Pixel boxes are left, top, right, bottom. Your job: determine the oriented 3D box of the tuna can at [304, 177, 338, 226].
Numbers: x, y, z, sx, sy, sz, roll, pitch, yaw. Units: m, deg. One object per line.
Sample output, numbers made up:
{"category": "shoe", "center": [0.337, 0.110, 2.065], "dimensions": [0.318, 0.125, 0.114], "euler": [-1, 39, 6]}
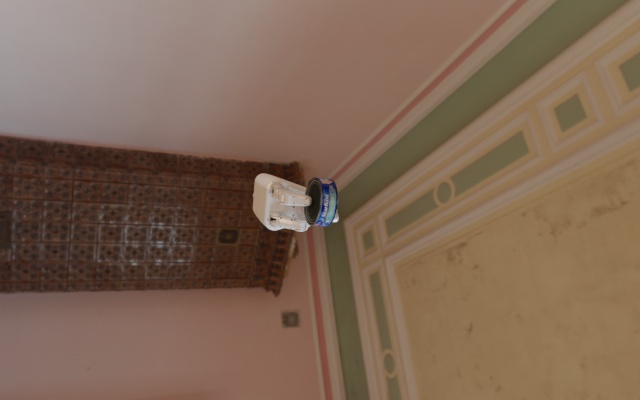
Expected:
{"category": "tuna can", "center": [0.001, 0.003, 0.845], "dimensions": [0.034, 0.086, 0.086], "euler": [5, -2, -21]}
